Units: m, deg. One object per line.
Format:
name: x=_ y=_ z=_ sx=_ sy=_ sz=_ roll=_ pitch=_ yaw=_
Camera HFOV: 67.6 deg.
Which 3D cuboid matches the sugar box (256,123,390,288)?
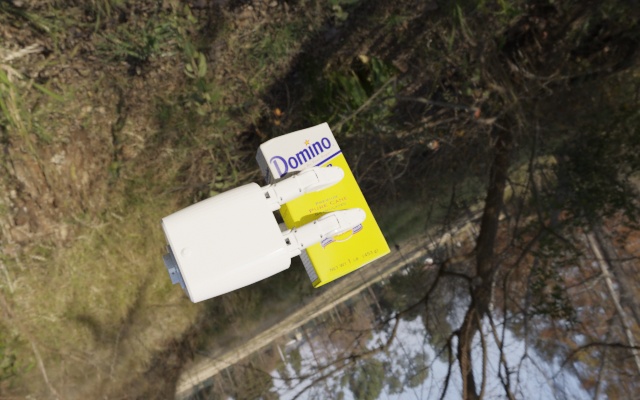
sugar box: x=0.000 y=0.002 z=0.562 sx=0.093 sy=0.176 sz=0.048 roll=-21 pitch=-11 yaw=-20
